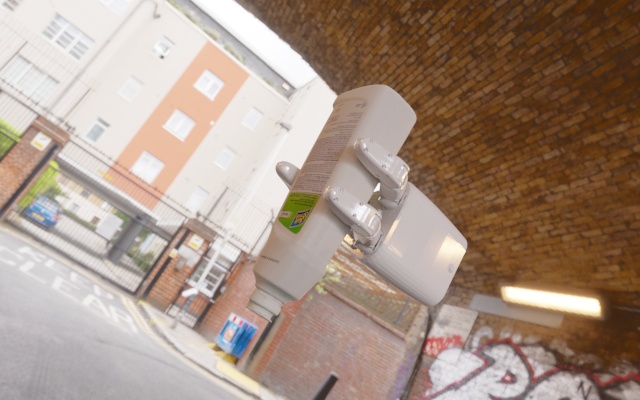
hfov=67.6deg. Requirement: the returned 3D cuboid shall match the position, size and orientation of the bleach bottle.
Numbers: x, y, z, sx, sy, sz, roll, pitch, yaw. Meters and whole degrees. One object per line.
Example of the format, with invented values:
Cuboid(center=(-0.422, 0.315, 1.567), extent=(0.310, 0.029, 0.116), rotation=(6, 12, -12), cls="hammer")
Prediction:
Cuboid(center=(0.000, 0.002, 0.480), extent=(0.068, 0.250, 0.102), rotation=(39, -18, -25), cls="bleach bottle")
